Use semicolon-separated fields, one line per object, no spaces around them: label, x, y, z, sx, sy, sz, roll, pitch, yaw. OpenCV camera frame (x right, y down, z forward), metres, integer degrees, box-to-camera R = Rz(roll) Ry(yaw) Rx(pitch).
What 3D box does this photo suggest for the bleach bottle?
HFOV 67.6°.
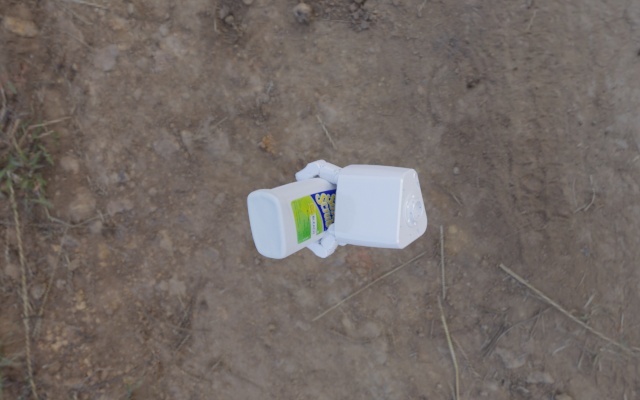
bleach bottle;0.000;0.003;0.750;0.068;0.102;0.250;5;19;38
